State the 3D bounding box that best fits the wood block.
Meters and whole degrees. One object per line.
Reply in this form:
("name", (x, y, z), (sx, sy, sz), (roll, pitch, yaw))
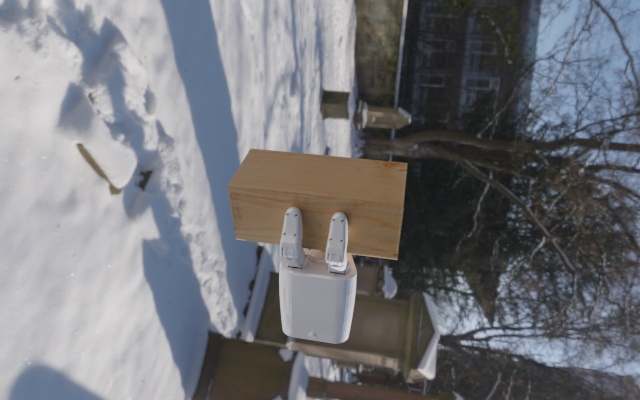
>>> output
("wood block", (0.000, 0.002, 0.604), (0.206, 0.090, 0.090), (6, 37, 9))
